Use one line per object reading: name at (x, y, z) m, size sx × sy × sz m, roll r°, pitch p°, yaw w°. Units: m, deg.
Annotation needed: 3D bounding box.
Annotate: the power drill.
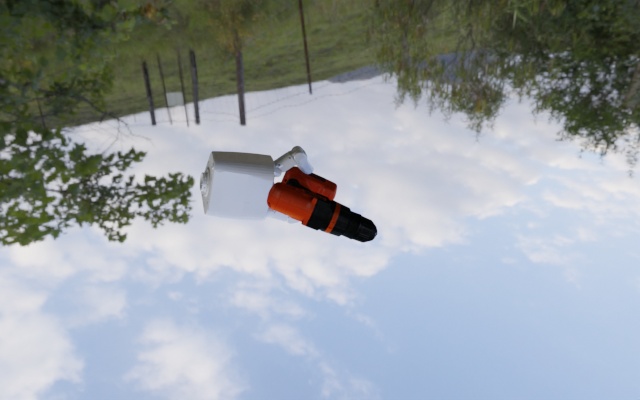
power drill at (0.000, 0.003, 0.817) m, size 0.184 × 0.057 × 0.187 m, roll 24°, pitch 11°, yaw -10°
